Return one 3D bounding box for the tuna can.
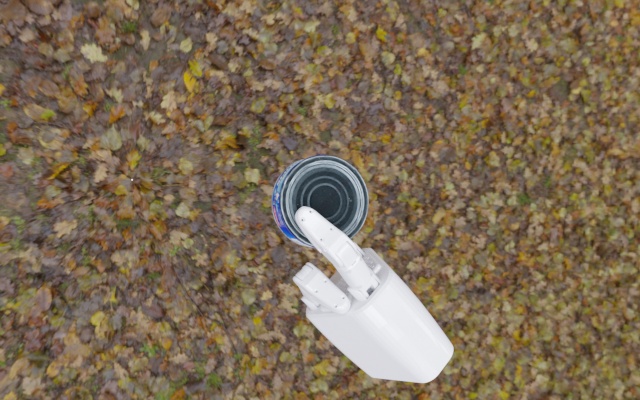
[{"bbox_3d":[0.000,0.001,0.438,0.086,0.086,0.034,0,-2,-18],"label":"tuna can"}]
